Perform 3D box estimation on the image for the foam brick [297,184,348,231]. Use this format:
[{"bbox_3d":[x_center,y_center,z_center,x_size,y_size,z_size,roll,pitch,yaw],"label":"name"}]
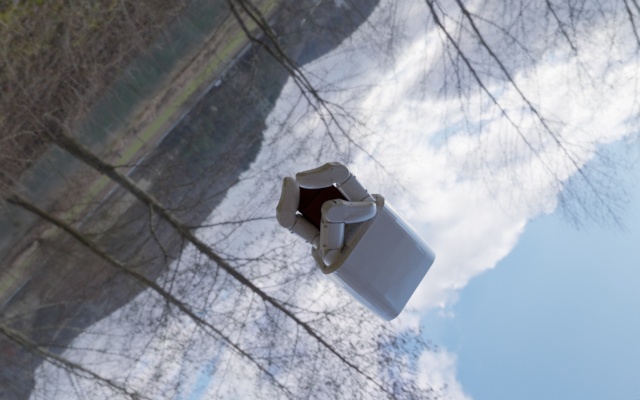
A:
[{"bbox_3d":[0.000,0.002,0.590,0.051,0.053,0.078,42,2,-20],"label":"foam brick"}]
